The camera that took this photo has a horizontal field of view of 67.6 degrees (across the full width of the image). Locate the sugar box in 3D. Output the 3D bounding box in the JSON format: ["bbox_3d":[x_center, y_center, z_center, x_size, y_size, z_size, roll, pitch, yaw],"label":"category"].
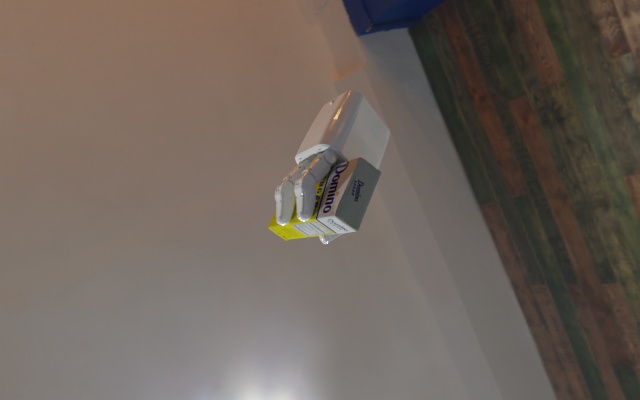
[{"bbox_3d":[0.000,0.002,0.665,0.048,0.093,0.176,34,-26,-22],"label":"sugar box"}]
